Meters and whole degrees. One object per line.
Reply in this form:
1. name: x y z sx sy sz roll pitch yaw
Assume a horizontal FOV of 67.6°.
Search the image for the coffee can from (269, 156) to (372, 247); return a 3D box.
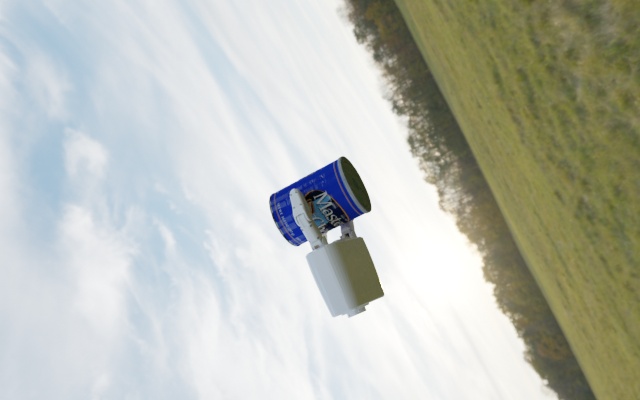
1. coffee can: 0.000 0.002 0.799 0.140 0.103 0.103 -27 -9 18
